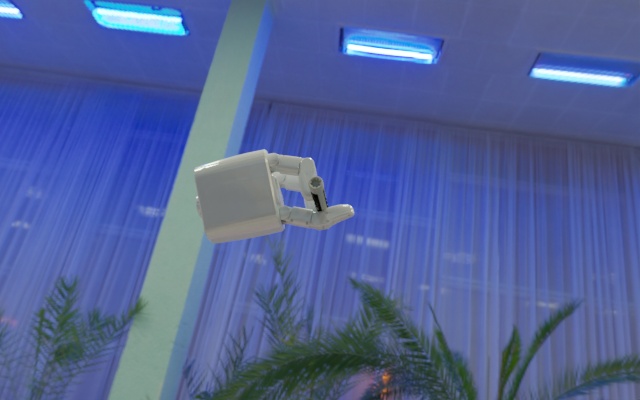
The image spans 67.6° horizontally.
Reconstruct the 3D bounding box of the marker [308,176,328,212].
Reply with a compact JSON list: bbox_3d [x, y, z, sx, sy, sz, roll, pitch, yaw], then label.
[{"bbox_3d":[0.000,0.002,0.650,0.020,0.020,0.121,0,-24,6],"label":"marker"}]
